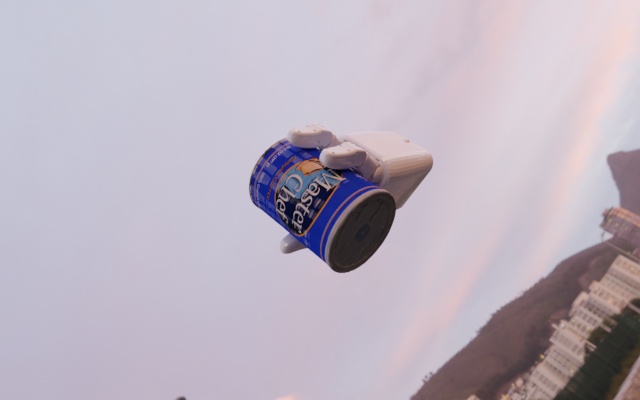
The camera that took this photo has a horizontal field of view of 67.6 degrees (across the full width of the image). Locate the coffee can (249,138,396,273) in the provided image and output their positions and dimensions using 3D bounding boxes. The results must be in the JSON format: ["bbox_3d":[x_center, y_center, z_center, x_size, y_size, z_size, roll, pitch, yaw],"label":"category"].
[{"bbox_3d":[0.000,0.002,0.548,0.140,0.103,0.103,36,22,34],"label":"coffee can"}]
